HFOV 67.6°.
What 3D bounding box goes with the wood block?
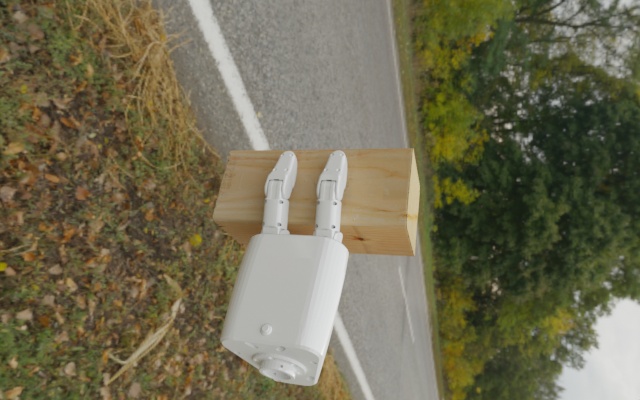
[{"bbox_3d":[0.000,0.002,0.532,0.206,0.090,0.091,1,-25,17],"label":"wood block"}]
